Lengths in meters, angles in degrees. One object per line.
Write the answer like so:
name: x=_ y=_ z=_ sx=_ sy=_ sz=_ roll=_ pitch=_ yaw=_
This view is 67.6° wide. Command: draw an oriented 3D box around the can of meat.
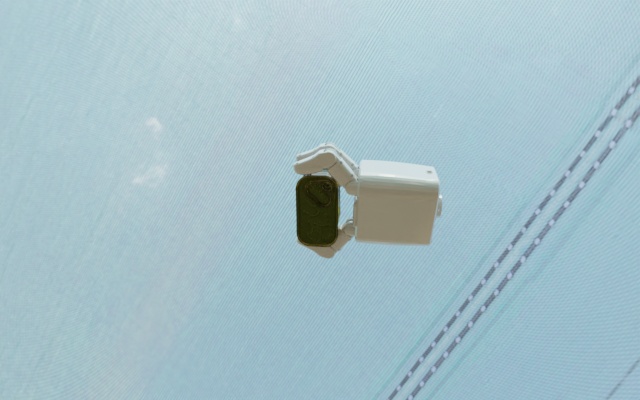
can of meat: x=0.000 y=0.002 z=0.678 sx=0.057 sy=0.102 sz=0.084 roll=2 pitch=20 yaw=7
